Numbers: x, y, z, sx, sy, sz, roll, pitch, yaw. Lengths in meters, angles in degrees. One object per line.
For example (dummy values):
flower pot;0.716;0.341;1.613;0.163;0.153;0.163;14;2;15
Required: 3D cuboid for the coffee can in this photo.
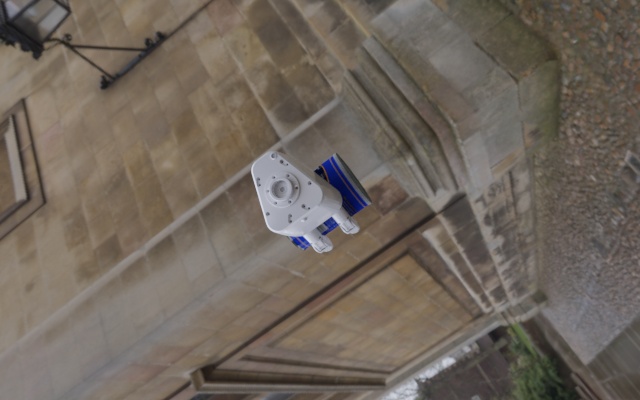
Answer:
coffee can;0.000;0.002;0.800;0.140;0.103;0.103;-36;-6;8
